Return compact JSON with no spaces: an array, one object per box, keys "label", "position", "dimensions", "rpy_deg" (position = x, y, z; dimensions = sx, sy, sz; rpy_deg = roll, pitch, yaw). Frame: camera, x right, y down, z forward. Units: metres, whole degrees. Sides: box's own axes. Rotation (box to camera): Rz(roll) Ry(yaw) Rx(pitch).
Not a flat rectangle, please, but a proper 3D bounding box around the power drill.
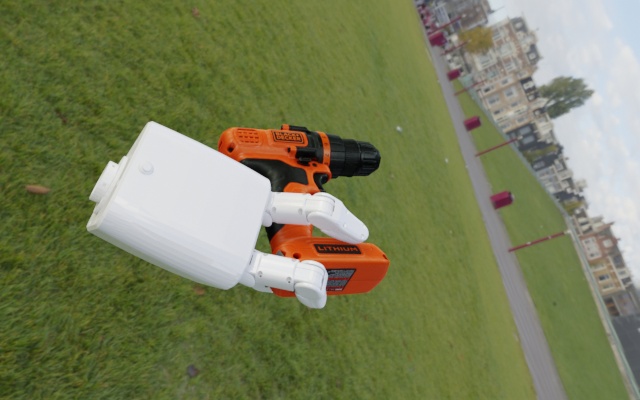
[{"label":"power drill","position":[0.000,0.002,0.472],"dimensions":[0.184,0.187,0.057],"rpy_deg":[0,-44,-23]}]
